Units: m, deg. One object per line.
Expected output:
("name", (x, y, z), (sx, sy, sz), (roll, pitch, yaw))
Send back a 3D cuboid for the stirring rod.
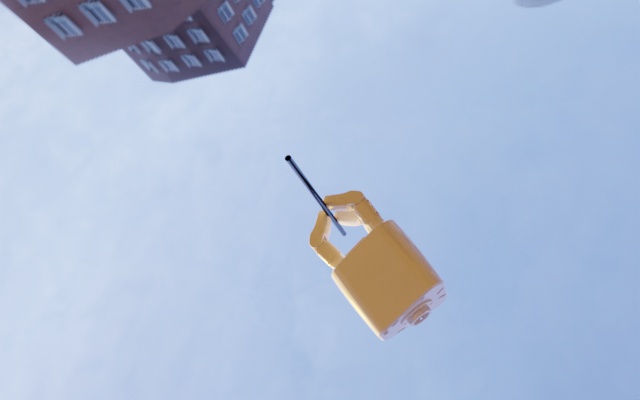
("stirring rod", (0.000, 0.002, 0.641), (0.011, 0.011, 0.240), (0, -25, 20))
